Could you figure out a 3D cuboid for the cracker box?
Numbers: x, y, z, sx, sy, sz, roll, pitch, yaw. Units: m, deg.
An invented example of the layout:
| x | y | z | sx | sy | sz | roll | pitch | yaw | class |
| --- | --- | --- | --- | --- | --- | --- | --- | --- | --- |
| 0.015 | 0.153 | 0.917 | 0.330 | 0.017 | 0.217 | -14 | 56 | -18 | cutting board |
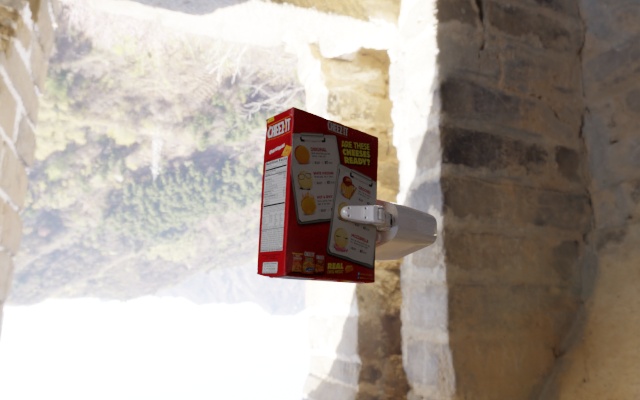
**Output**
| x | y | z | sx | sy | sz | roll | pitch | yaw | class |
| --- | --- | --- | --- | --- | --- | --- | --- | --- | --- |
| 0.000 | 0.002 | 0.653 | 0.164 | 0.213 | 0.072 | 12 | -15 | -41 | cracker box |
